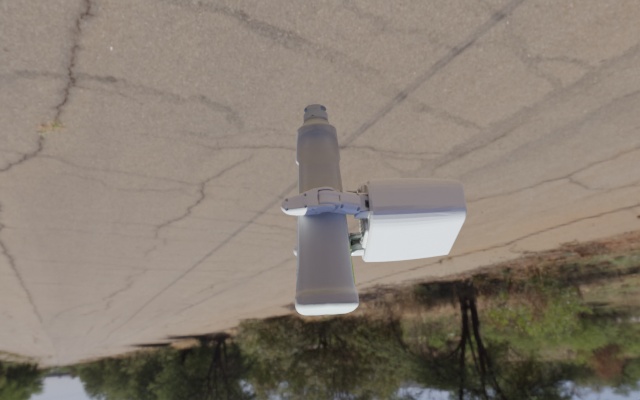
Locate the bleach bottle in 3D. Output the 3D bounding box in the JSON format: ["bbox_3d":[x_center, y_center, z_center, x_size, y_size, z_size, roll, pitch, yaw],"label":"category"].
[{"bbox_3d":[0.000,0.002,0.557,0.068,0.250,0.103,-3,-17,-2],"label":"bleach bottle"}]
